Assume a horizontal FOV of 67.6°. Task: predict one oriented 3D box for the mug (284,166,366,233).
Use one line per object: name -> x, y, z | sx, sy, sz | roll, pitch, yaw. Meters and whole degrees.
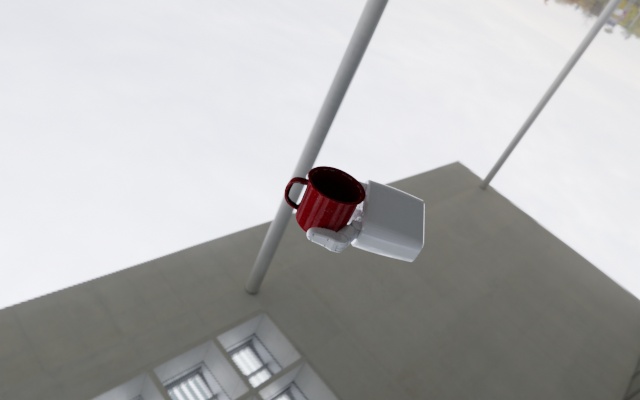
mug -> -0.001, 0.002, 0.735 | 0.117, 0.081, 0.093 | 19, 34, -9
